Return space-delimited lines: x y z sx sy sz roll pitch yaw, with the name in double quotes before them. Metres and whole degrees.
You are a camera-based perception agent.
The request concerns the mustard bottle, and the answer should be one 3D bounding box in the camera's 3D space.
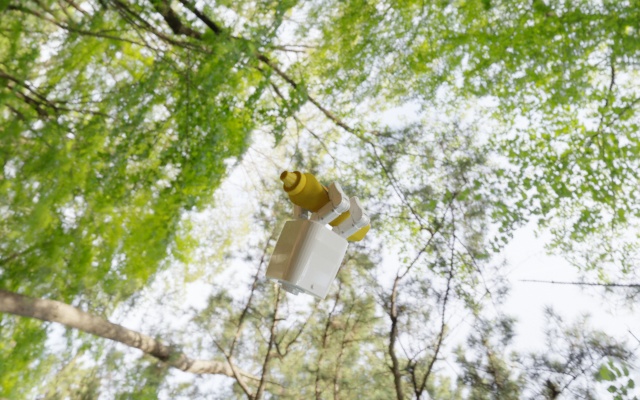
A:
"mustard bottle" 0.000 0.003 0.825 0.192 0.058 0.096 35 5 -40
